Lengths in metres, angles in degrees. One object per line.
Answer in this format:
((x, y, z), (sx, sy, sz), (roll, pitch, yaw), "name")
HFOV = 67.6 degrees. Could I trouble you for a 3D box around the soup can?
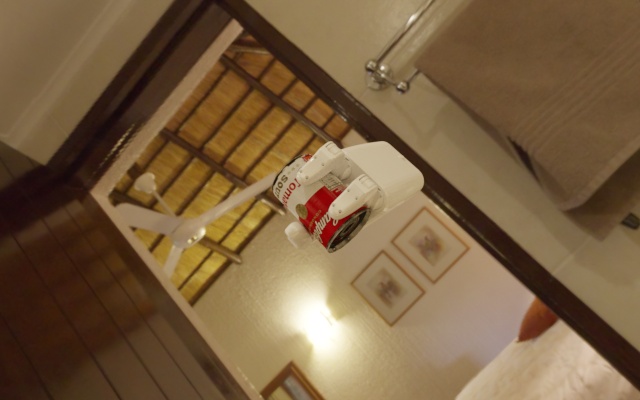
((0.000, 0.002, 0.560), (0.102, 0.068, 0.068), (45, 18, 18), "soup can")
